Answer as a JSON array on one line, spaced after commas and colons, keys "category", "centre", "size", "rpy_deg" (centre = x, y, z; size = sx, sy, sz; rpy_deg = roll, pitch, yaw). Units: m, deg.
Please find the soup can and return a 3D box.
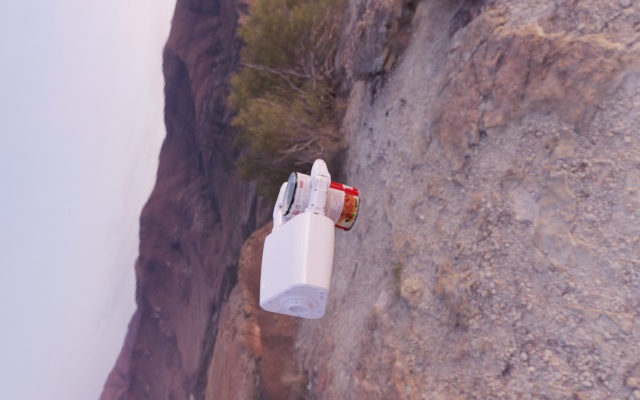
[{"category": "soup can", "centre": [0.000, 0.002, 0.711], "size": [0.102, 0.068, 0.068], "rpy_deg": [14, -4, -15]}]
